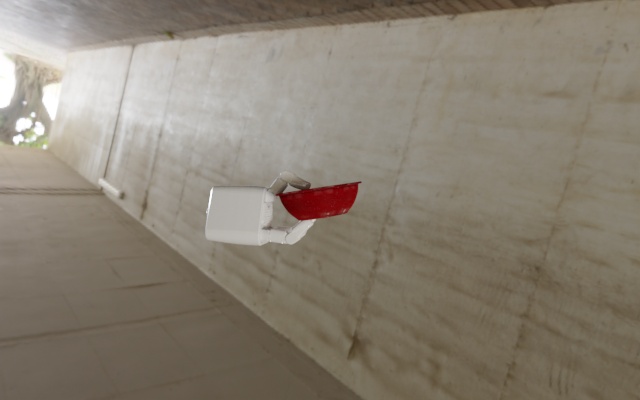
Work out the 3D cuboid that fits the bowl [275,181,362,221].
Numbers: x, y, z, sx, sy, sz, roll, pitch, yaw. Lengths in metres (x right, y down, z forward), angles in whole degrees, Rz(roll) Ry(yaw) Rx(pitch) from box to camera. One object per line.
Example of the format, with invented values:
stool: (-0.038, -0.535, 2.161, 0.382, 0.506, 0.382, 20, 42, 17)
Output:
bowl: (0.001, 0.003, 0.877, 0.162, 0.055, 0.162, -9, 1, 0)
